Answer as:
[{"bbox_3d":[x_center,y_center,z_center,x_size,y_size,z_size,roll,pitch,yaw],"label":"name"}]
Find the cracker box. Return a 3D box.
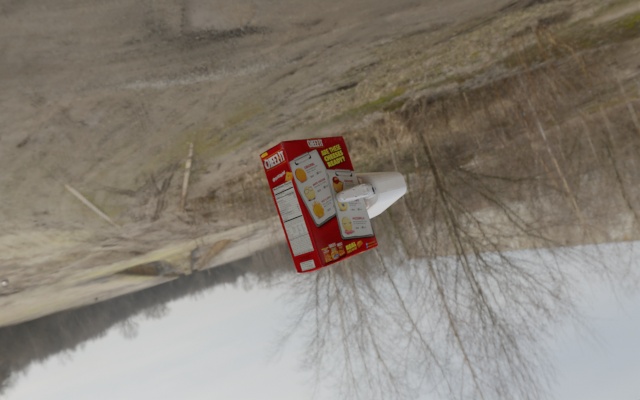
[{"bbox_3d":[0.000,0.003,0.832,0.072,0.213,0.164,-22,-6,41],"label":"cracker box"}]
